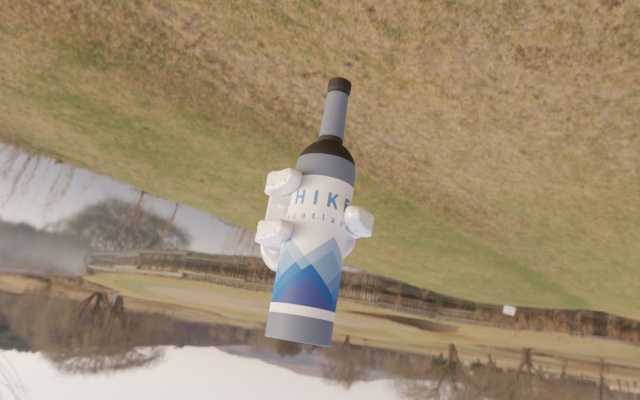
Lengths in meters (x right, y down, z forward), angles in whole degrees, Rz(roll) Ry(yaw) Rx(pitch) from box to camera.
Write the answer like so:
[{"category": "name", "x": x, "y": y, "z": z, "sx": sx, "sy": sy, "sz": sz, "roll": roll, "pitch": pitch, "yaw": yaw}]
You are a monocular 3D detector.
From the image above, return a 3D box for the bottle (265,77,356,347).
[{"category": "bottle", "x": 0.000, "y": 0.002, "z": 0.517, "sx": 0.069, "sy": 0.295, "sz": 0.069, "roll": 9, "pitch": -16, "yaw": 3}]
